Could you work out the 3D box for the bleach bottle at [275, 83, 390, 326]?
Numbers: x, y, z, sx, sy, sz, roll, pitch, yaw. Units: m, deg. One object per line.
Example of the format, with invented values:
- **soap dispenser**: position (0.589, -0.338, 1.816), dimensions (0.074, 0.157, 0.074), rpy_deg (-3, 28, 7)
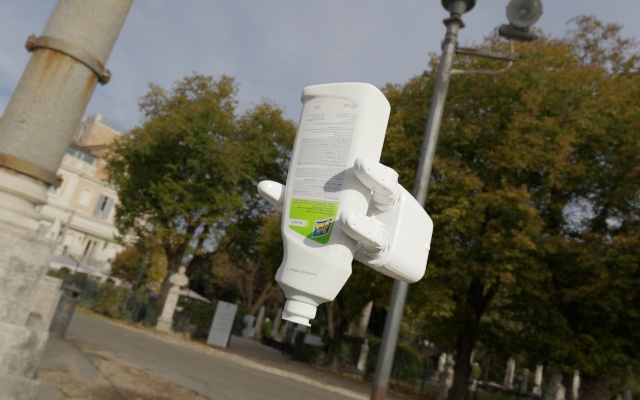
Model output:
- **bleach bottle**: position (0.000, 0.002, 0.502), dimensions (0.102, 0.250, 0.068), rpy_deg (4, -18, 34)
